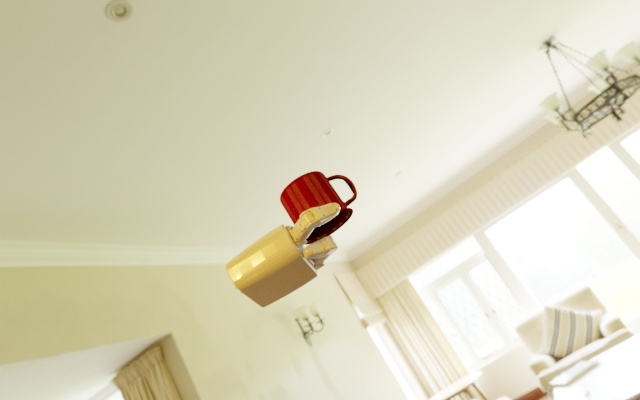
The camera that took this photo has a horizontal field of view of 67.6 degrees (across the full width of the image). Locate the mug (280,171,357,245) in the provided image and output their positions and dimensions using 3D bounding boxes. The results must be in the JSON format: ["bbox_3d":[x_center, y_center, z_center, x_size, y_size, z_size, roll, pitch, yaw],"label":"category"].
[{"bbox_3d":[0.001,0.001,0.737,0.117,0.081,0.093,-33,-19,-1],"label":"mug"}]
